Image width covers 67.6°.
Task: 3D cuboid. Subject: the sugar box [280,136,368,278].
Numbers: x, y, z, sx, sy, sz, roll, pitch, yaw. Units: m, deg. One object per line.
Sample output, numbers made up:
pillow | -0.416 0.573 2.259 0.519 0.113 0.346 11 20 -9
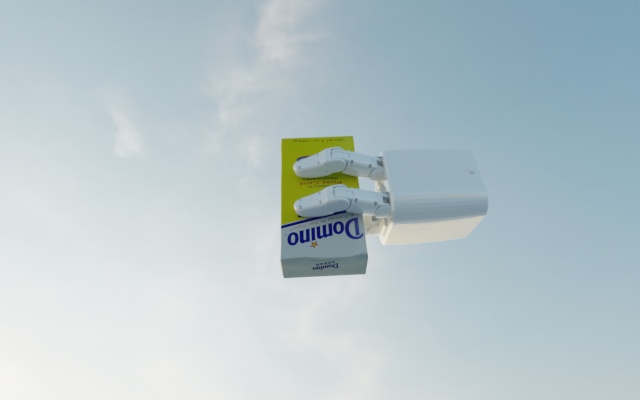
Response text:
sugar box | 0.000 0.001 0.553 0.093 0.176 0.048 -3 -40 -1
